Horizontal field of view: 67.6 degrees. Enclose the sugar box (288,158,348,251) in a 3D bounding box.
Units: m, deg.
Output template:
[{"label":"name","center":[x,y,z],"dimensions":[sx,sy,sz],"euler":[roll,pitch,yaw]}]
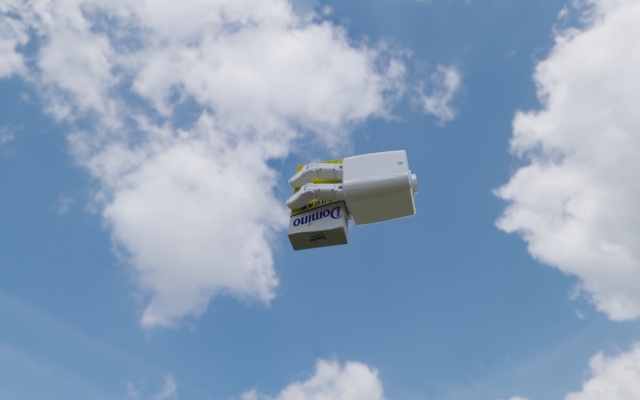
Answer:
[{"label":"sugar box","center":[0.000,0.002,0.817],"dimensions":[0.093,0.048,0.176],"euler":[-9,39,11]}]
